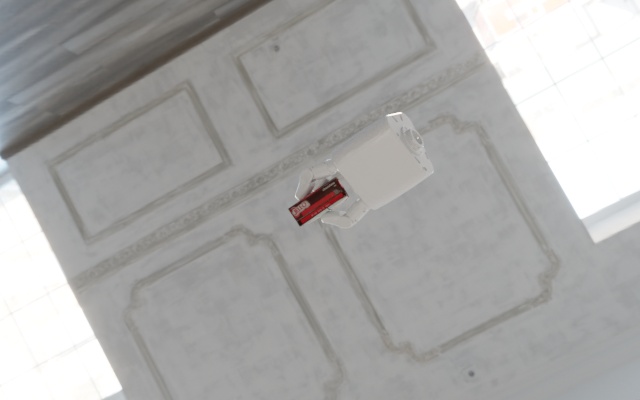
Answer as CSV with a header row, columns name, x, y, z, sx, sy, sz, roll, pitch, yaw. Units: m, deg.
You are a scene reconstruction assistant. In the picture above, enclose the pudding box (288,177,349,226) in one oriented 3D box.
name,x,y,z,sx,sy,sz,roll,pitch,yaw
pudding box,0.000,0.003,0.781,0.090,0.039,0.113,-33,-5,4
